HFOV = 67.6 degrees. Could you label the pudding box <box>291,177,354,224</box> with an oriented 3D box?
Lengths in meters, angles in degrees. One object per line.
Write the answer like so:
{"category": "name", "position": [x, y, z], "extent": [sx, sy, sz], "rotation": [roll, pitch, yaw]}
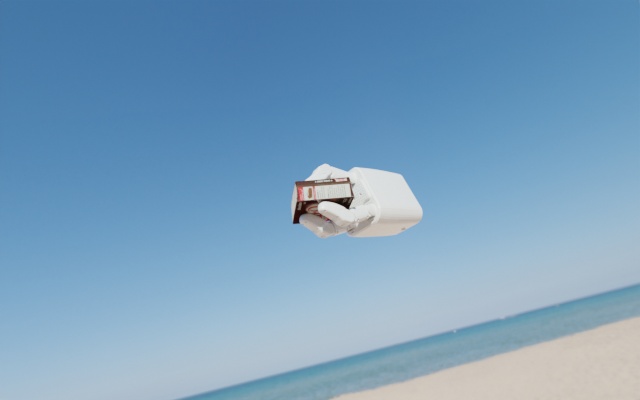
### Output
{"category": "pudding box", "position": [0.000, 0.002, 0.771], "extent": [0.090, 0.039, 0.113], "rotation": [-6, -22, -8]}
